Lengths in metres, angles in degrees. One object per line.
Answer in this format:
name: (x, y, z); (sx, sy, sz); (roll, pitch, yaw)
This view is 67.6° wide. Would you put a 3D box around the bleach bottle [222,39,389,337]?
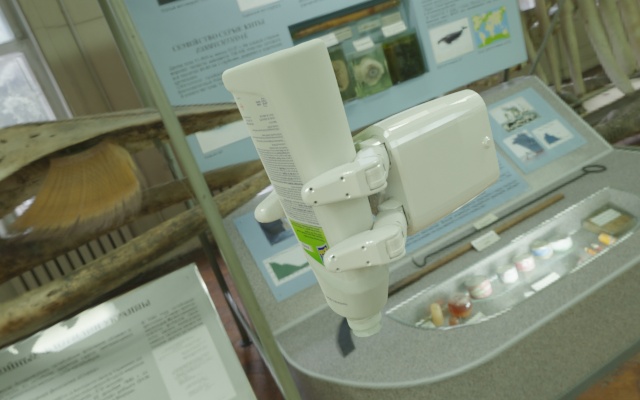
bleach bottle: (0.000, 0.001, 0.404); (0.068, 0.251, 0.102); (-26, 19, -22)
